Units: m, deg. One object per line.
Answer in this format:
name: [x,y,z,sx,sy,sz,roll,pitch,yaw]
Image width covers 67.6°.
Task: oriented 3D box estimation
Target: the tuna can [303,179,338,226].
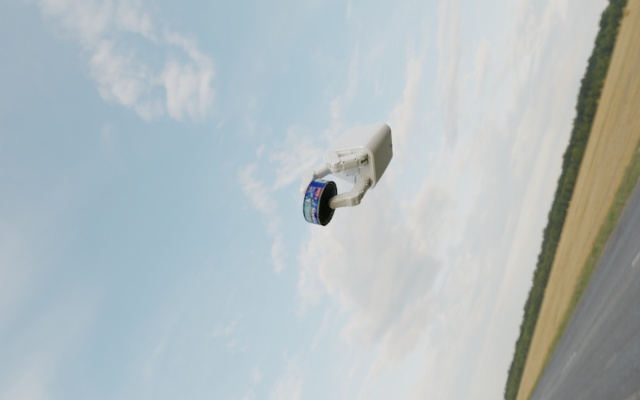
tuna can: [0.000,0.003,0.882,0.034,0.086,0.086,12,4,23]
